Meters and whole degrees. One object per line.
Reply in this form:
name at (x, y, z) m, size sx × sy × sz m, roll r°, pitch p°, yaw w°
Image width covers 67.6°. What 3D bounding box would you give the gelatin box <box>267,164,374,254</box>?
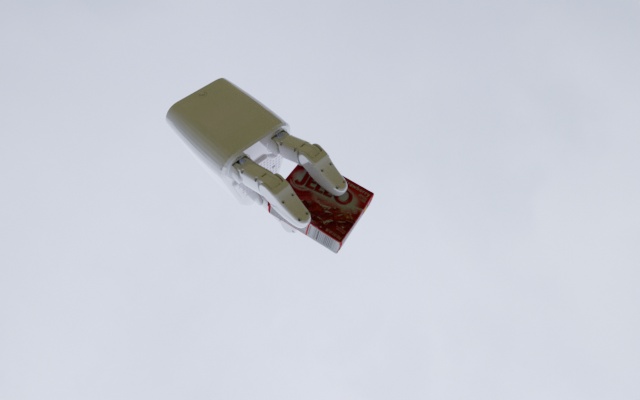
gelatin box at (0.000, 0.002, 0.504) m, size 0.089 × 0.073 × 0.030 m, roll 31°, pitch -31°, yaw 10°
